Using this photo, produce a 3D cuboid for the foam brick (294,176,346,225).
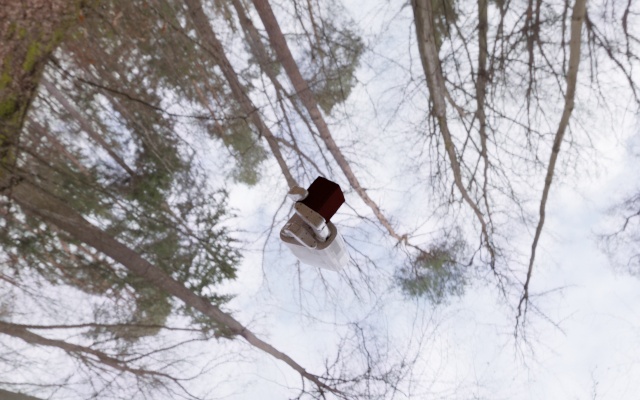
[{"bbox_3d":[0.000,0.003,0.892,0.053,0.078,0.051,28,-20,35],"label":"foam brick"}]
